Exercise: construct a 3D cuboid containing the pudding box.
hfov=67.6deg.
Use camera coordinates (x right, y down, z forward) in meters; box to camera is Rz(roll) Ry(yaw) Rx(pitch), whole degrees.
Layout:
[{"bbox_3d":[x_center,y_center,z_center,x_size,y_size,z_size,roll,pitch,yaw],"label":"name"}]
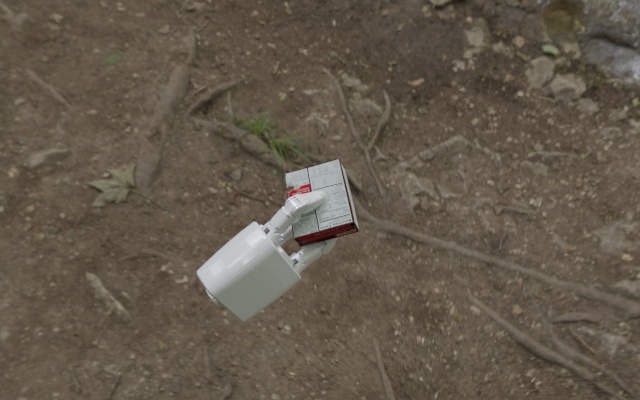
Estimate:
[{"bbox_3d":[0.000,0.002,0.690,0.090,0.113,0.039,-15,-27,8],"label":"pudding box"}]
